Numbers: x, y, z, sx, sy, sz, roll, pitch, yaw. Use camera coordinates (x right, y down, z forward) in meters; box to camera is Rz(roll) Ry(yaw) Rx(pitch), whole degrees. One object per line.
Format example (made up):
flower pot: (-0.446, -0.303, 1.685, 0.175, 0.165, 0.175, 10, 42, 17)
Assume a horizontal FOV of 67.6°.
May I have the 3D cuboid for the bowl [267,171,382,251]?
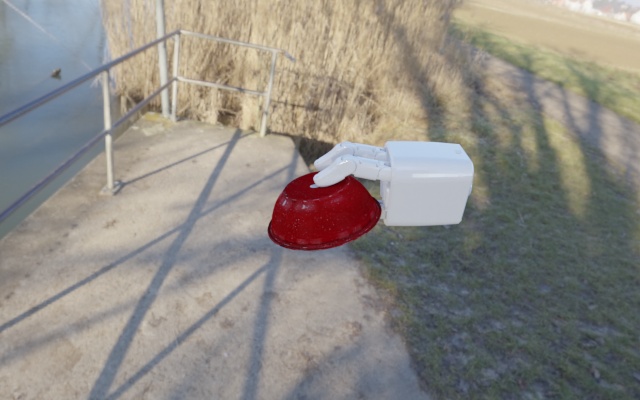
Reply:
bowl: (-0.001, 0.002, 0.652, 0.162, 0.055, 0.162, -10, 26, 5)
